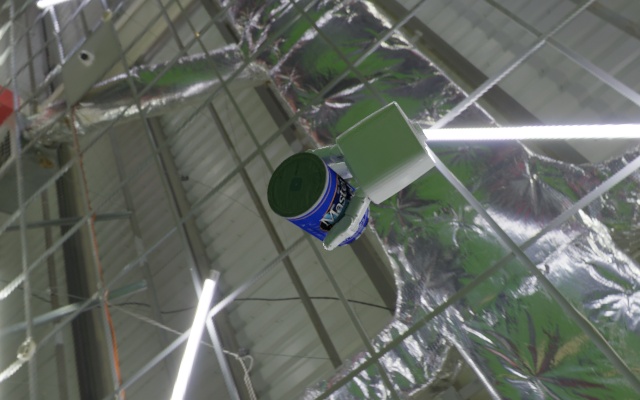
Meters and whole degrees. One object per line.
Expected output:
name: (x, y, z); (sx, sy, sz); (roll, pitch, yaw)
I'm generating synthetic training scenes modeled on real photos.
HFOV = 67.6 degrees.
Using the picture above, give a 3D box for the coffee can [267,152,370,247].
coffee can: (0.000, 0.002, 0.735); (0.103, 0.102, 0.140); (0, -22, 33)
